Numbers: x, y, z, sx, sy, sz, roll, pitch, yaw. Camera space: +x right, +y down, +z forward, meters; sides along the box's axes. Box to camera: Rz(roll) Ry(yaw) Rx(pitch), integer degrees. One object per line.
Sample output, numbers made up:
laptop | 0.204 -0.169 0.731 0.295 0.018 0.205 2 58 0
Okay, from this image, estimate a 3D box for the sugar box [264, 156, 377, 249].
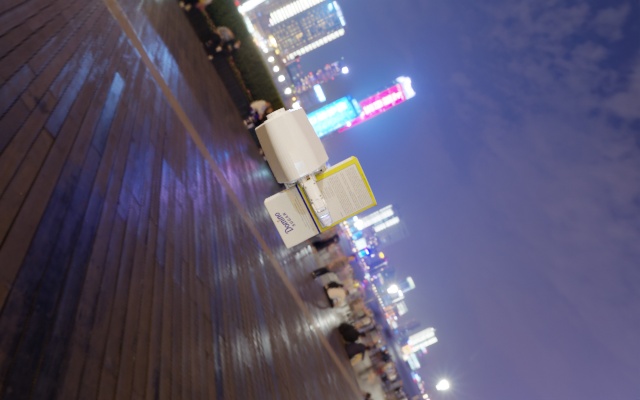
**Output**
sugar box | 0.000 0.002 0.832 0.176 0.093 0.048 -25 10 1
